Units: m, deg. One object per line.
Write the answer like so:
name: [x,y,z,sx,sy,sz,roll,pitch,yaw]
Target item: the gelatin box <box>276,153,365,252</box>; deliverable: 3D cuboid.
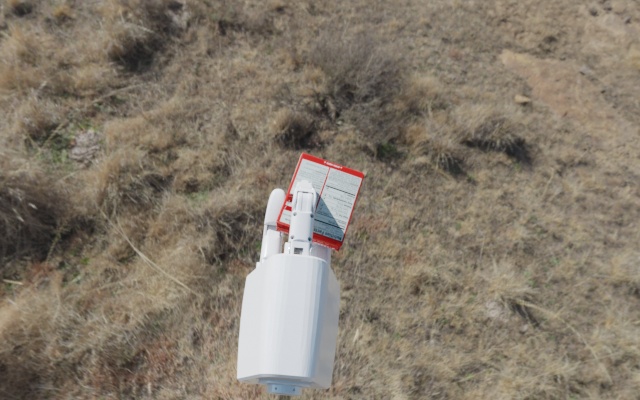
gelatin box: [0.000,0.001,0.516,0.073,0.089,0.030,18,-20,2]
